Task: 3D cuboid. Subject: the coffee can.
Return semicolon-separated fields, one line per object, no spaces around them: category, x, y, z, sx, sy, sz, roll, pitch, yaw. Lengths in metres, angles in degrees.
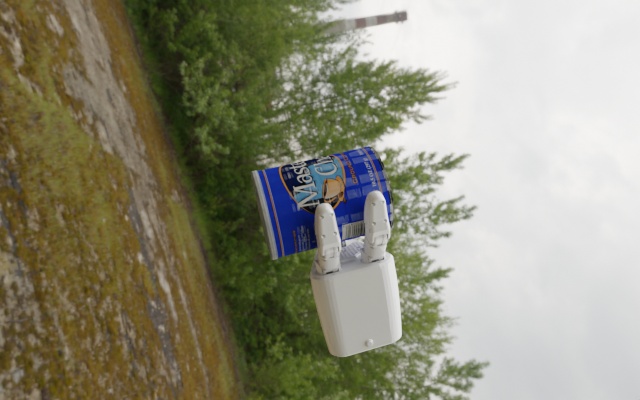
coffee can;0.000;0.002;0.548;0.140;0.103;0.103;-13;2;-9
